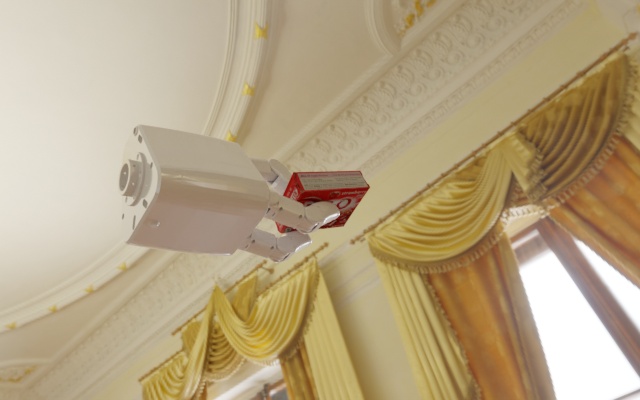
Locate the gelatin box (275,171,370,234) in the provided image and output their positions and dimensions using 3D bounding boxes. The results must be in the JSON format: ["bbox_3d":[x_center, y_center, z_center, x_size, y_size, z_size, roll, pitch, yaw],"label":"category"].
[{"bbox_3d":[0.000,0.001,0.533,0.089,0.030,0.073,-4,-37,-32],"label":"gelatin box"}]
